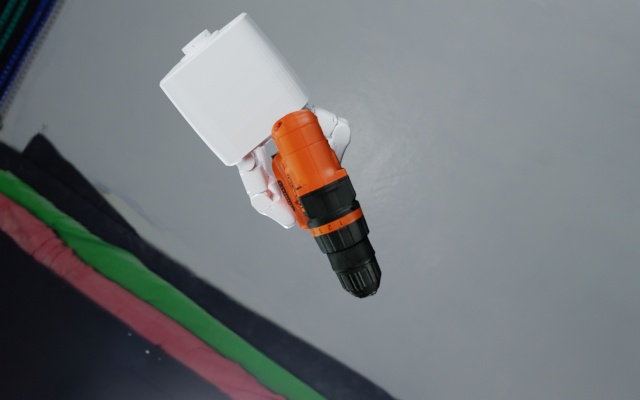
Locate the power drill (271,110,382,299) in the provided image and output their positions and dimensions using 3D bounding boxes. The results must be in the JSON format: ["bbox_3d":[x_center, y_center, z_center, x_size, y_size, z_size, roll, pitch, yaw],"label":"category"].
[{"bbox_3d":[0.000,0.001,0.507,0.057,0.184,0.187,-23,6,-8],"label":"power drill"}]
